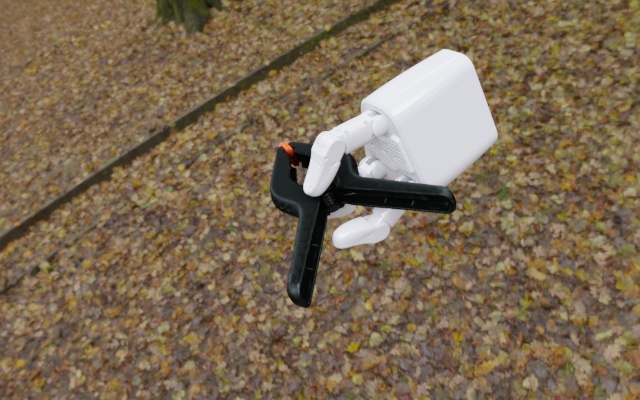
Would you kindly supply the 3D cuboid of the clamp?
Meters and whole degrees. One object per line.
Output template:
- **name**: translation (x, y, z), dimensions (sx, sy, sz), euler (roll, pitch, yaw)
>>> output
- **clamp**: translation (0.000, 0.001, 0.463), dimensions (0.164, 0.036, 0.210), euler (-36, 42, -14)
